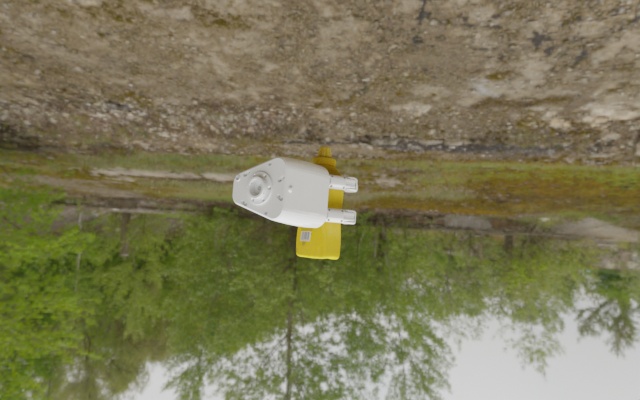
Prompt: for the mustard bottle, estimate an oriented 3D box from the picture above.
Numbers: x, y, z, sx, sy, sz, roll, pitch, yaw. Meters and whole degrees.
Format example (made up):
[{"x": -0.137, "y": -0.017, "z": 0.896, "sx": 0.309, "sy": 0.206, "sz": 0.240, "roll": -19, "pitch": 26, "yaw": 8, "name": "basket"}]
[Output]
[{"x": 0.000, "y": 0.003, "z": 0.822, "sx": 0.058, "sy": 0.191, "sz": 0.096, "roll": 7, "pitch": -5, "yaw": -31, "name": "mustard bottle"}]
